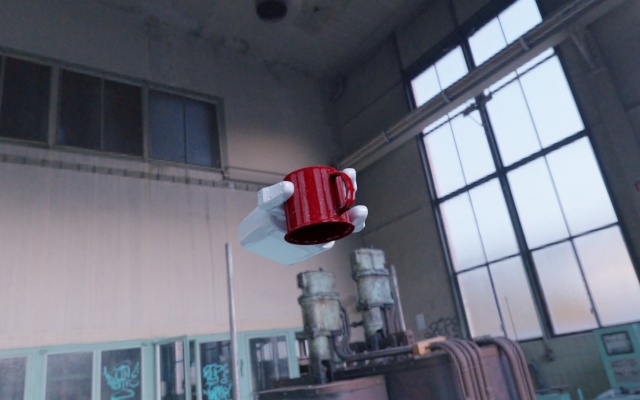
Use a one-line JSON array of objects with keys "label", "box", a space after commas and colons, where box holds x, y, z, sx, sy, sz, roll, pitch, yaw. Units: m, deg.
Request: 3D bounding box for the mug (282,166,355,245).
[{"label": "mug", "box": [0.001, 0.001, 0.622, 0.093, 0.081, 0.117, 8, -27, -37]}]
